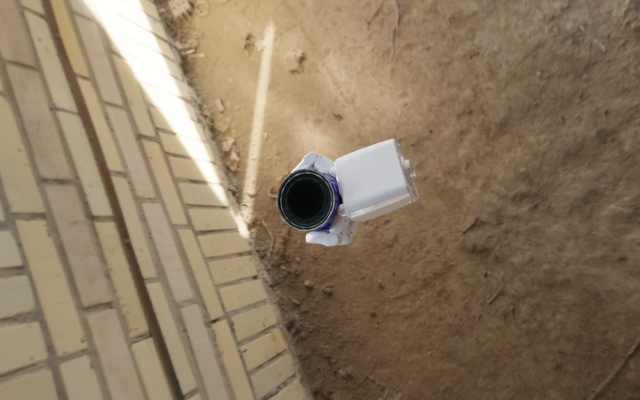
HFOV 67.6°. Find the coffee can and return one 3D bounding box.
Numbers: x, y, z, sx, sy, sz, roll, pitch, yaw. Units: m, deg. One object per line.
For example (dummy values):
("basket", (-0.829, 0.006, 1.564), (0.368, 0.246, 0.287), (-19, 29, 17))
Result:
("coffee can", (0.000, 0.003, 0.832), (0.103, 0.103, 0.140), (0, -3, 21))
